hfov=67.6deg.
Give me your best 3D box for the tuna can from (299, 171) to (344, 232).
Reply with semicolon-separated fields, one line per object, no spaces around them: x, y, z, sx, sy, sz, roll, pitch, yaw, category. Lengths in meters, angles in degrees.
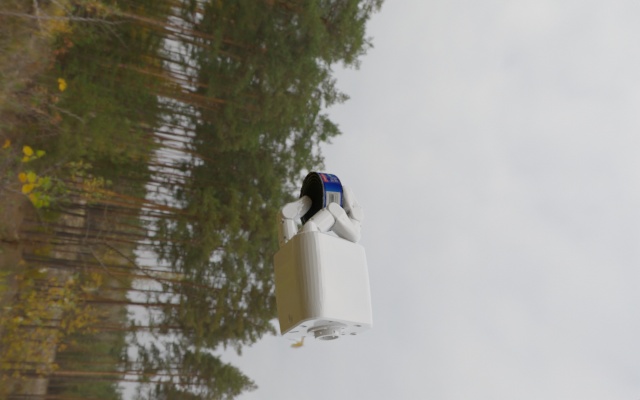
0.001;0.002;0.684;0.034;0.086;0.086;4;-2;-25;tuna can
